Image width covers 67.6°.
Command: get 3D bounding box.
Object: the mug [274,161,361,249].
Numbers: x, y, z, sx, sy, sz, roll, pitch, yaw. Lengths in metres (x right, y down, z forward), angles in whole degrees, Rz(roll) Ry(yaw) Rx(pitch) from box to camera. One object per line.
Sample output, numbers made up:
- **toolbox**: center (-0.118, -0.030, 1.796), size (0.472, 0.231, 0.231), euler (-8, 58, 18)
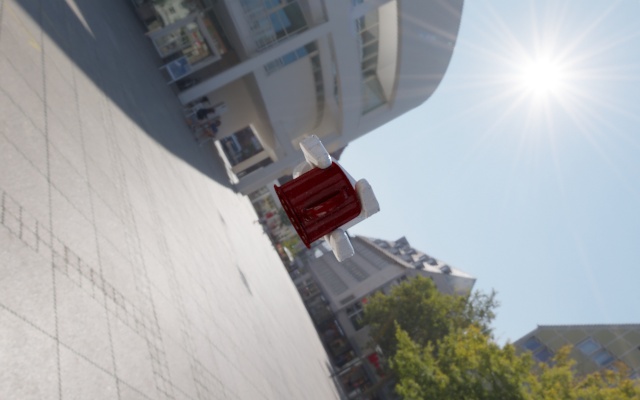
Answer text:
- **mug**: center (0.000, 0.002, 0.594), size (0.081, 0.093, 0.117), euler (-29, 5, -8)
